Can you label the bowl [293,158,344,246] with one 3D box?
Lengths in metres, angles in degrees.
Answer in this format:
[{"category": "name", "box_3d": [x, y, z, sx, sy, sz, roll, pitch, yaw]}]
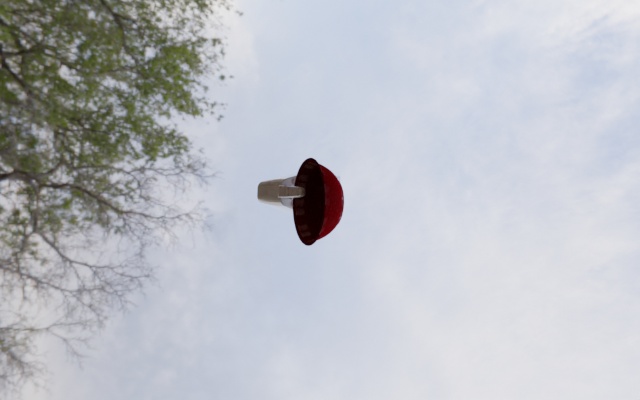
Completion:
[{"category": "bowl", "box_3d": [0.001, 0.003, 0.883, 0.055, 0.162, 0.162, 2, -1, -23]}]
